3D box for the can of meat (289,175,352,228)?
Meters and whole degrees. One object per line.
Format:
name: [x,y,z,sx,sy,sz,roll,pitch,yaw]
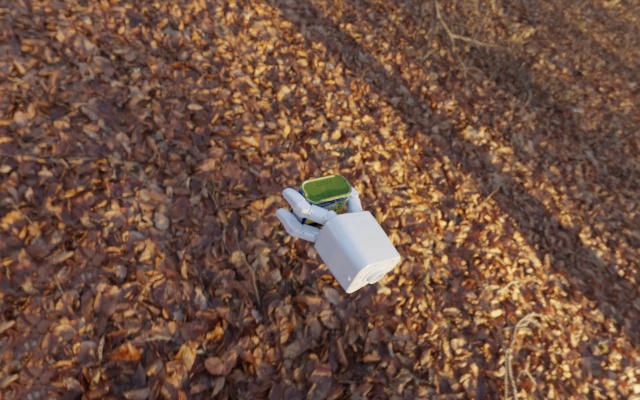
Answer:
can of meat: [0.000,0.003,0.874,0.102,0.057,0.084,-14,-32,-30]
